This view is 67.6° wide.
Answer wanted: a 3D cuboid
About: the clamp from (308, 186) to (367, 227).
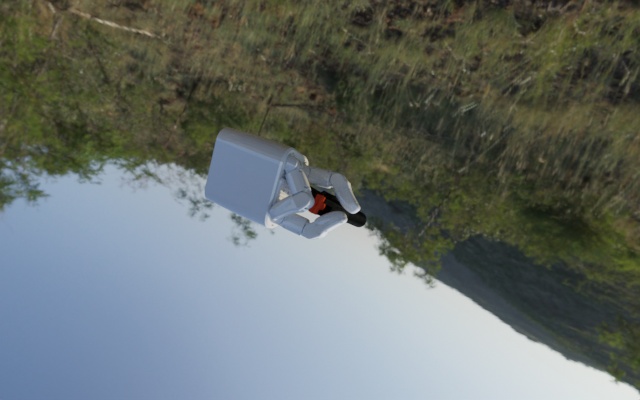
[{"bbox_3d":[0.000,0.003,0.708,0.120,0.039,0.171,22,-1,18],"label":"clamp"}]
